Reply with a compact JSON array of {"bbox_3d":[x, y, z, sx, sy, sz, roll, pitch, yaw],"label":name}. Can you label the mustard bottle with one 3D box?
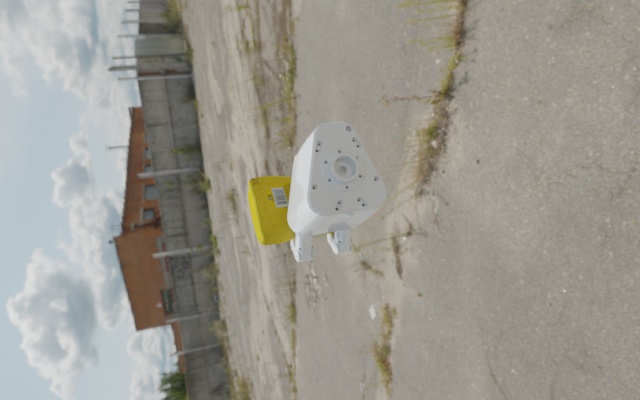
[{"bbox_3d":[0.000,0.002,0.667,0.191,0.096,0.058,-8,-36,-16],"label":"mustard bottle"}]
